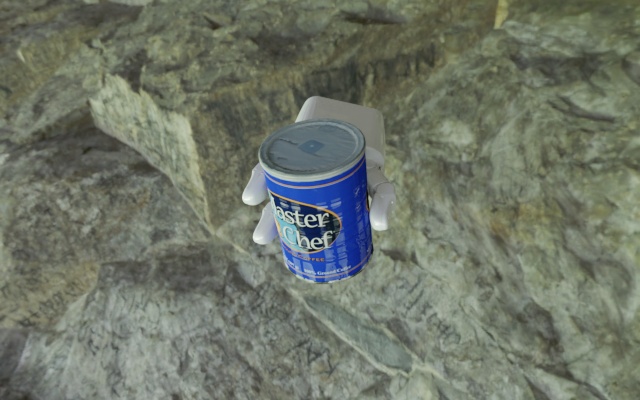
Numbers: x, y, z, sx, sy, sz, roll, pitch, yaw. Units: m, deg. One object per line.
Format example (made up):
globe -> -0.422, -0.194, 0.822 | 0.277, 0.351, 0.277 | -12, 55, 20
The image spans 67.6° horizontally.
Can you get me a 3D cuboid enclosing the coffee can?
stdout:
coffee can -> 0.000, 0.002, 0.495 | 0.103, 0.140, 0.102 | -6, 38, 4
